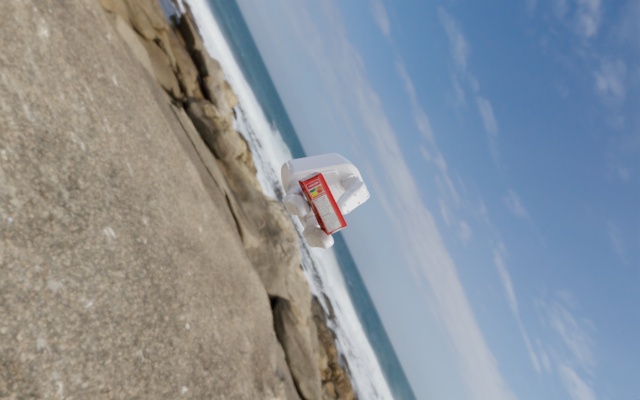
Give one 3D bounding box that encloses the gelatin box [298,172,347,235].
[{"bbox_3d":[0.001,0.002,0.615,0.030,0.073,0.089,-26,7,-4],"label":"gelatin box"}]
